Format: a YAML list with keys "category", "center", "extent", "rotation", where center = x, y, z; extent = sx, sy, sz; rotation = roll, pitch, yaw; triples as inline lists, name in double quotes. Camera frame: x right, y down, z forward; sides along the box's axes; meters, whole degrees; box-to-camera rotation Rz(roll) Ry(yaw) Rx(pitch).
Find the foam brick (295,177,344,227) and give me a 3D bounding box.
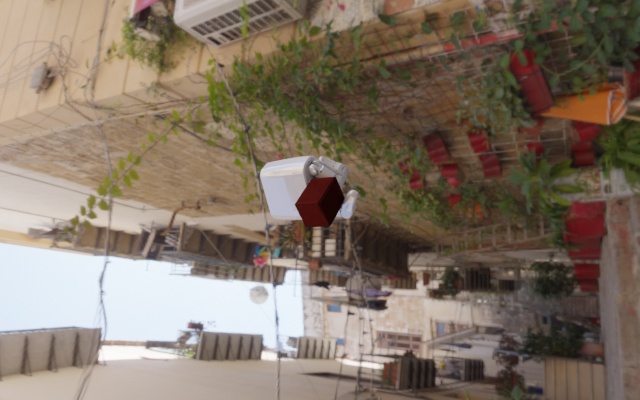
- category: "foam brick"
  center: [0.000, 0.003, 0.831]
  extent: [0.051, 0.053, 0.078]
  rotation: [-4, 36, 31]
